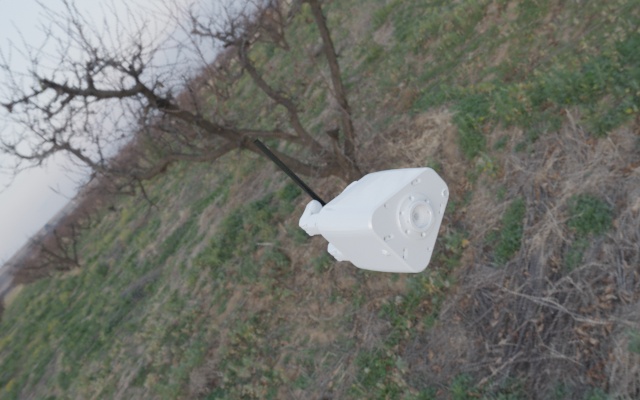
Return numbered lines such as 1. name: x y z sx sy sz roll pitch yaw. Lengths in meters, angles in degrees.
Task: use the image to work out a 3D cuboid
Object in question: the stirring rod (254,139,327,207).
1. stirring rod: 0.000 0.002 0.647 0.239 0.011 0.011 43 -17 -19
